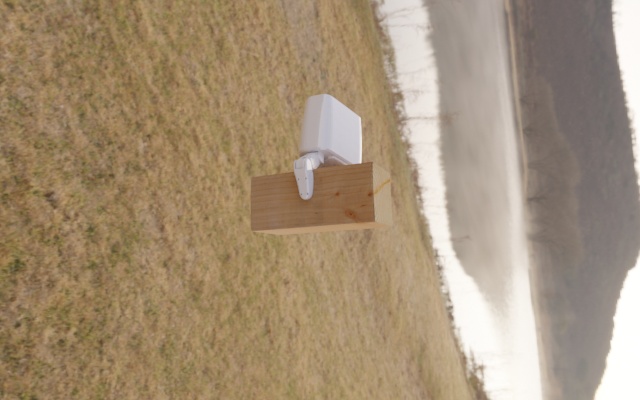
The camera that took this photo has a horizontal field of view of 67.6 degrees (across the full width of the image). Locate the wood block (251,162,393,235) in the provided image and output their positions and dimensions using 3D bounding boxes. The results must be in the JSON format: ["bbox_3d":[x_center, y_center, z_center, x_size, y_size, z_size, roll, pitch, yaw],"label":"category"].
[{"bbox_3d":[0.000,0.002,0.758,0.206,0.090,0.091,-6,-11,24],"label":"wood block"}]
